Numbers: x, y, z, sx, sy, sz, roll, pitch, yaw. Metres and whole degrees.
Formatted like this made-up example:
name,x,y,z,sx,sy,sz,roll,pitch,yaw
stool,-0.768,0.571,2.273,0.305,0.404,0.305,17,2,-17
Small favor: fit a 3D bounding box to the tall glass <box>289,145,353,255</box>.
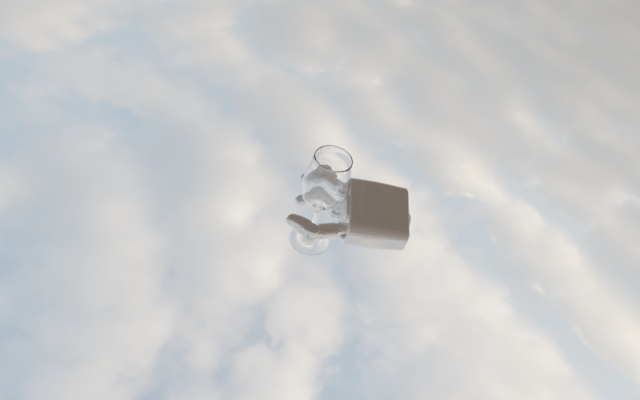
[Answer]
name,x,y,z,sx,sy,sz,roll,pitch,yaw
tall glass,0.000,0.003,0.799,0.079,0.079,0.201,0,-43,-16
